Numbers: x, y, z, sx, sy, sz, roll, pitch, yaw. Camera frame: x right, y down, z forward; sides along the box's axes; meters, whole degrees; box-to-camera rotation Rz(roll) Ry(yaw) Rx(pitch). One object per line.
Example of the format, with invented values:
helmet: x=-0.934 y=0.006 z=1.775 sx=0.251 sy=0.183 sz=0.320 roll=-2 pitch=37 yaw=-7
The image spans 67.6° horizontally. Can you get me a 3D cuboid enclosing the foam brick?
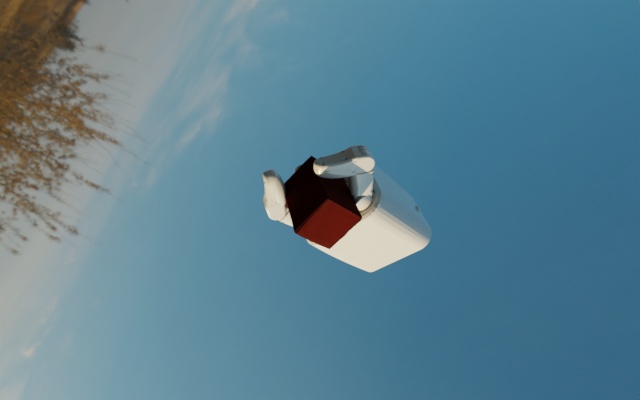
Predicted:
foam brick: x=0.000 y=0.002 z=0.502 sx=0.051 sy=0.053 sz=0.078 roll=31 pitch=25 yaw=-34
